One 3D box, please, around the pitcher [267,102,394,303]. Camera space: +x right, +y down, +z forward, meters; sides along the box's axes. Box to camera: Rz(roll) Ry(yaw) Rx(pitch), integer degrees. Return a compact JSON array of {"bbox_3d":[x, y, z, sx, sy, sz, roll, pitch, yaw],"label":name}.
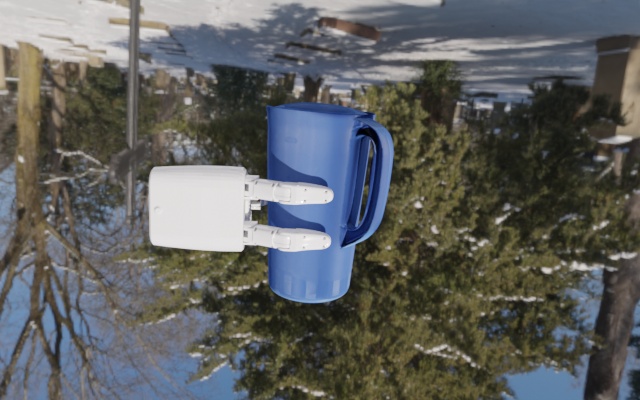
[{"bbox_3d":[0.000,0.002,0.600,0.145,0.243,0.149,3,13,-4],"label":"pitcher"}]
